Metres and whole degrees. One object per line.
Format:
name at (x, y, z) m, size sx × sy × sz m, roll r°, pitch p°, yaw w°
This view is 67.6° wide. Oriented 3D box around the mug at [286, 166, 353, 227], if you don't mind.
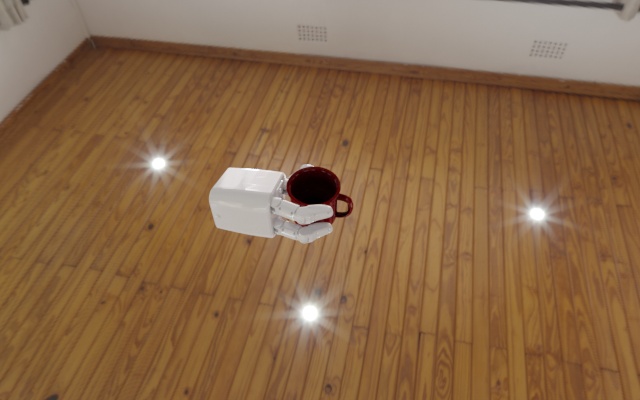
mug at (0.002, 0.003, 0.840) m, size 0.117 × 0.093 × 0.082 m, roll 9°, pitch -40°, yaw 8°
